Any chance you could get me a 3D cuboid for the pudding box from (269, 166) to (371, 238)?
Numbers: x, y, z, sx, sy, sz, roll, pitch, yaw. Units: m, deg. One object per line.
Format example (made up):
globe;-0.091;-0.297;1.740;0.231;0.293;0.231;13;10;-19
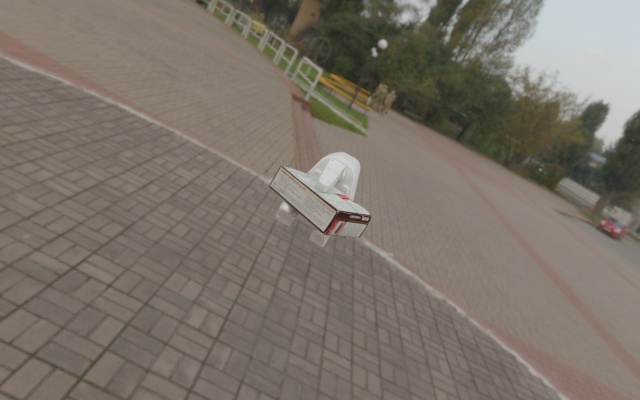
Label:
pudding box;0.000;0.002;0.628;0.113;0.039;0.090;37;16;31
